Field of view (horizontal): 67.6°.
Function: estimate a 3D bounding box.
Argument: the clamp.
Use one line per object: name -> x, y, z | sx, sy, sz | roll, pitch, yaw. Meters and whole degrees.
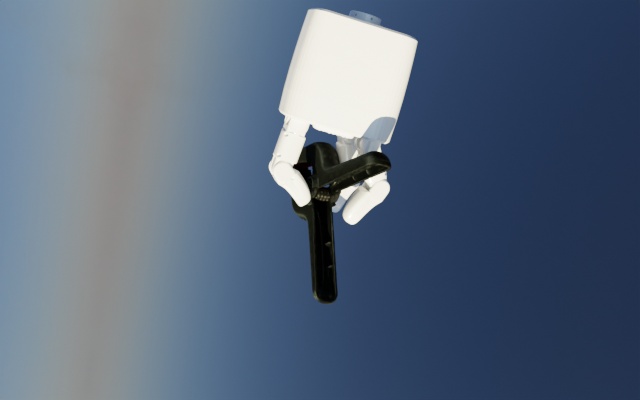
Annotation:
clamp -> -0.001, 0.001, 0.533 | 0.036, 0.164, 0.210 | 12, 15, -24
